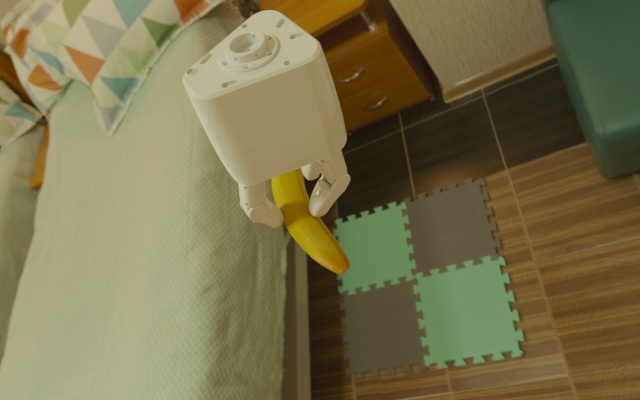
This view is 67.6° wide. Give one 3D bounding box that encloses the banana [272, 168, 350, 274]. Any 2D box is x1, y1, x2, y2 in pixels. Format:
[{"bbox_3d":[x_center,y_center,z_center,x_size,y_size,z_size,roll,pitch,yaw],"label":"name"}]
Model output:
[{"bbox_3d":[-0.019,0.000,0.545,0.069,0.197,0.037,-1,-43,-14],"label":"banana"}]
